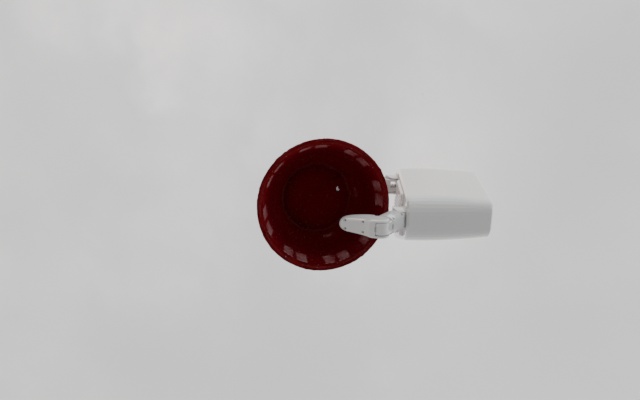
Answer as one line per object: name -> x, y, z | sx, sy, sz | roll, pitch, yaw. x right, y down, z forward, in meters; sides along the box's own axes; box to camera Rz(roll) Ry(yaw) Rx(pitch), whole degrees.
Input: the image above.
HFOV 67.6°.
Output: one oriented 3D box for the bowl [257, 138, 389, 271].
bowl -> -0.001, 0.002, 0.592 | 0.162, 0.162, 0.055 | 0, 12, -12
